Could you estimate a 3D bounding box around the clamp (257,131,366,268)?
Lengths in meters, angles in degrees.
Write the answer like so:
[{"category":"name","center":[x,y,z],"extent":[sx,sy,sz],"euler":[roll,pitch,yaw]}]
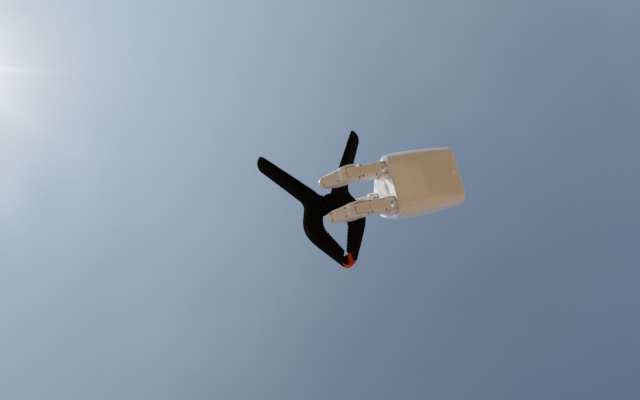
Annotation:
[{"category":"clamp","center":[0.000,0.003,0.721],"extent":[0.164,0.210,0.036],"euler":[-11,-15,-8]}]
